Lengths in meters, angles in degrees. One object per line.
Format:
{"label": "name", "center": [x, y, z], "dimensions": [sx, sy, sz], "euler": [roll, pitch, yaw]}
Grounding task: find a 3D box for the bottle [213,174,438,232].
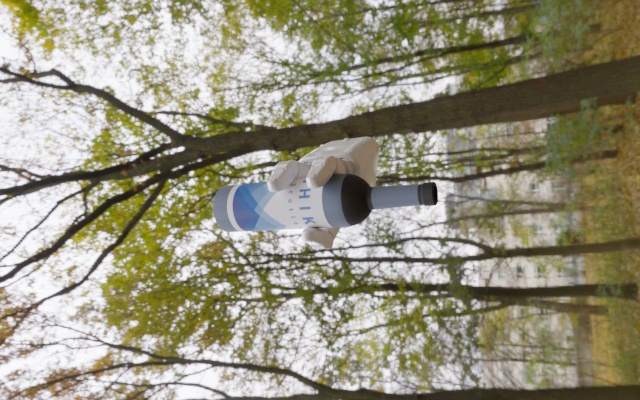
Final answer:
{"label": "bottle", "center": [0.000, 0.002, 0.610], "dimensions": [0.296, 0.069, 0.069], "euler": [-4, -2, 27]}
